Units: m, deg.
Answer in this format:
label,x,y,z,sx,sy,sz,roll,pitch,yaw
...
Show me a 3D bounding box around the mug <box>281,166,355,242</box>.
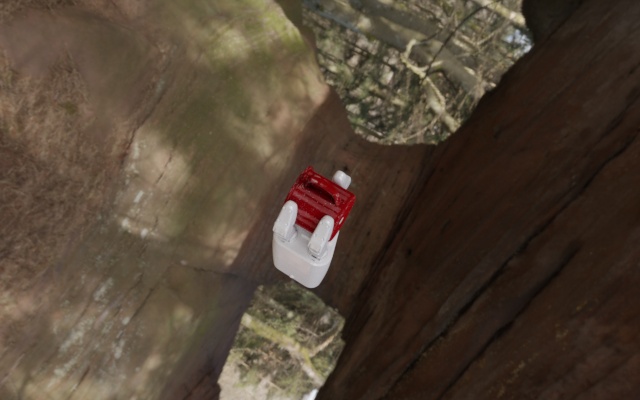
label,x,y,z,sx,sy,sz,roll,pitch,yaw
mug,0.001,0.002,0.696,0.081,0.093,0.117,30,-29,9
